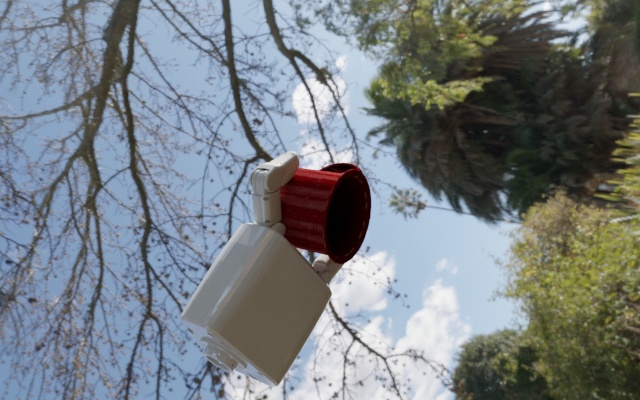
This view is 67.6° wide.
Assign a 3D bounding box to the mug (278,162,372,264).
[{"bbox_3d":[0.001,0.000,0.489,0.081,0.117,0.093,10,-38,32],"label":"mug"}]
